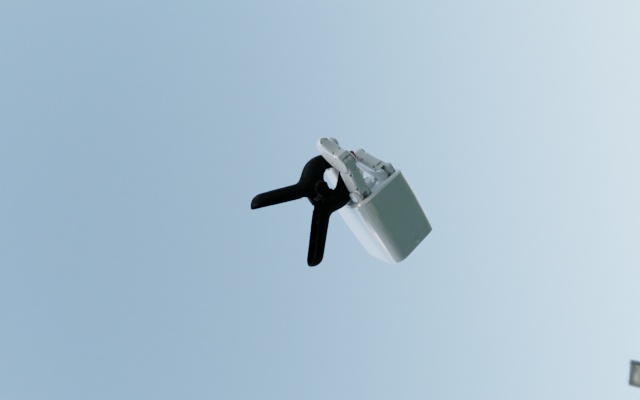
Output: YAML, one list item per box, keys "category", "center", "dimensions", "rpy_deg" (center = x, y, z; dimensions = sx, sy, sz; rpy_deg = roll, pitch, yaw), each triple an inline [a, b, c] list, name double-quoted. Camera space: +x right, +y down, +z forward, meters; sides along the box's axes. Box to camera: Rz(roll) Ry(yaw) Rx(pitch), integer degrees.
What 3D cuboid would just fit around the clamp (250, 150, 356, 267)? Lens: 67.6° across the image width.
- category: "clamp"
  center: [0.000, 0.002, 0.644]
  dimensions: [0.171, 0.120, 0.039]
  rpy_deg: [-40, 15, -28]
